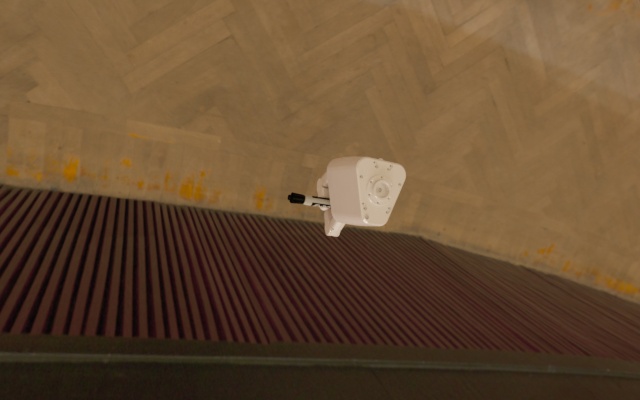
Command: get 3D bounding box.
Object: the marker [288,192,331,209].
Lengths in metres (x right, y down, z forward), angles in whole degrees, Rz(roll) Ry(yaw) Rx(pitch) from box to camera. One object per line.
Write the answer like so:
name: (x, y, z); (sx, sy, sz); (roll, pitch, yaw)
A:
marker: (0.000, 0.003, 0.836); (0.121, 0.020, 0.020); (9, -4, -24)
